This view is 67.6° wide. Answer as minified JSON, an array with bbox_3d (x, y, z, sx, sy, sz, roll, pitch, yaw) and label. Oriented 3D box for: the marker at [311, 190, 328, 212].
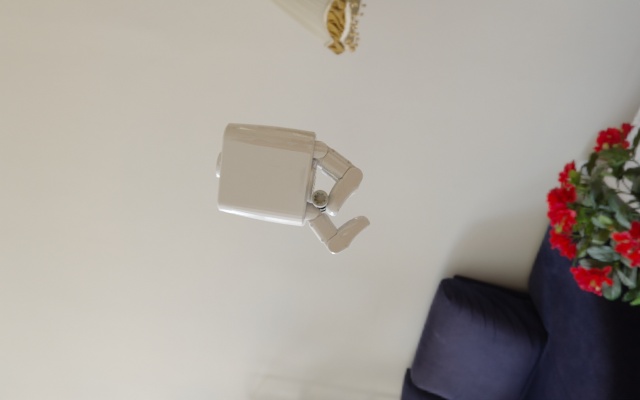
[{"bbox_3d":[0.000,0.002,0.581,0.020,0.020,0.121,0,-4,1],"label":"marker"}]
